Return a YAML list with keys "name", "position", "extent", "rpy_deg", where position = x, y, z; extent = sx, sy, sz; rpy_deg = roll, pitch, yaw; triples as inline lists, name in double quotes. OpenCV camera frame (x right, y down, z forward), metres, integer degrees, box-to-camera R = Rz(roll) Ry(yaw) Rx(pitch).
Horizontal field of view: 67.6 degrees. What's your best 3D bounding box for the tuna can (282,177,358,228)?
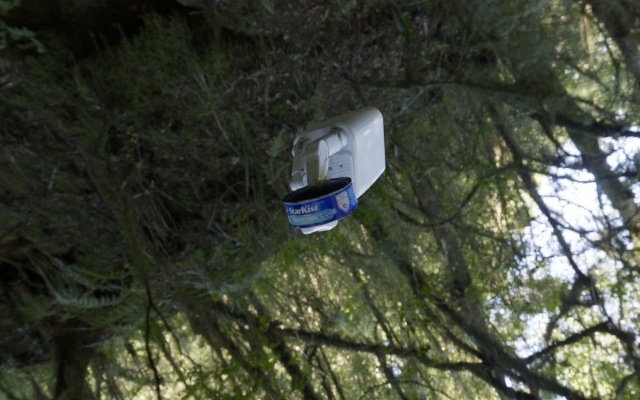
- name: "tuna can"
  position: [0.000, 0.002, 0.565]
  extent: [0.086, 0.034, 0.086]
  rpy_deg: [-16, 13, 4]
